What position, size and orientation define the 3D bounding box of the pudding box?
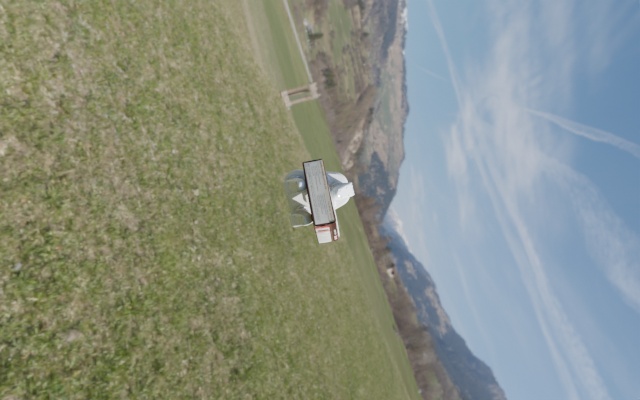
[{"bbox_3d":[0.000,0.002,0.767,0.039,0.113,0.090,-13,-23,0],"label":"pudding box"}]
